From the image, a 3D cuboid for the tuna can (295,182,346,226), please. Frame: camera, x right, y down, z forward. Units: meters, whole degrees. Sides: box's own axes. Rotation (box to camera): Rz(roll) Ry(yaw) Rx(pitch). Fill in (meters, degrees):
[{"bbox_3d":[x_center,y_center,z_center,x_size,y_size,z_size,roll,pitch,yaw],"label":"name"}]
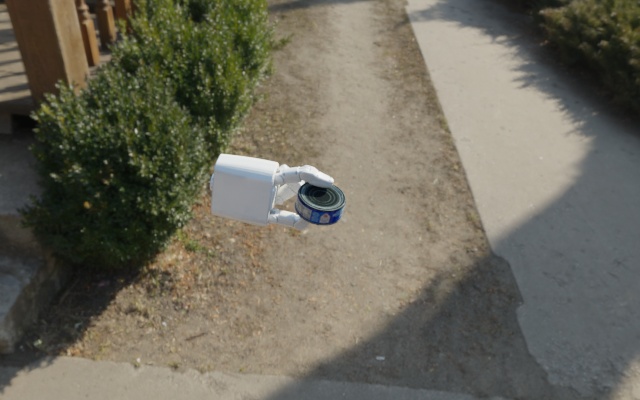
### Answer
[{"bbox_3d":[0.000,0.002,0.825,0.086,0.034,0.086,9,38,-7],"label":"tuna can"}]
